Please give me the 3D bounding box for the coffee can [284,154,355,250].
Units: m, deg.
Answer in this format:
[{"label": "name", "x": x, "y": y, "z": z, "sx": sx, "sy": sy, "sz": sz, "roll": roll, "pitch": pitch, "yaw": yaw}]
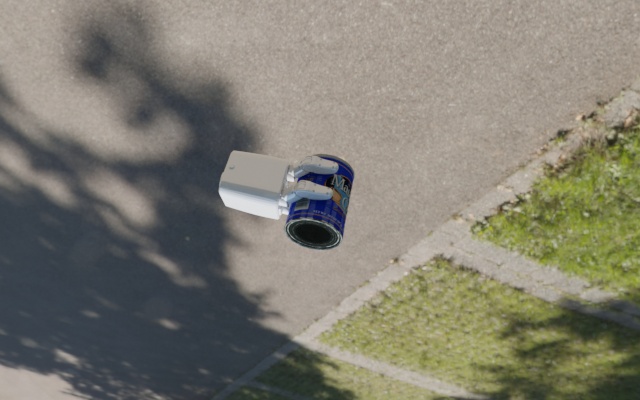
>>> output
[{"label": "coffee can", "x": 0.000, "y": 0.003, "z": 0.852, "sx": 0.103, "sy": 0.140, "sz": 0.103, "roll": 9, "pitch": -34, "yaw": 6}]
